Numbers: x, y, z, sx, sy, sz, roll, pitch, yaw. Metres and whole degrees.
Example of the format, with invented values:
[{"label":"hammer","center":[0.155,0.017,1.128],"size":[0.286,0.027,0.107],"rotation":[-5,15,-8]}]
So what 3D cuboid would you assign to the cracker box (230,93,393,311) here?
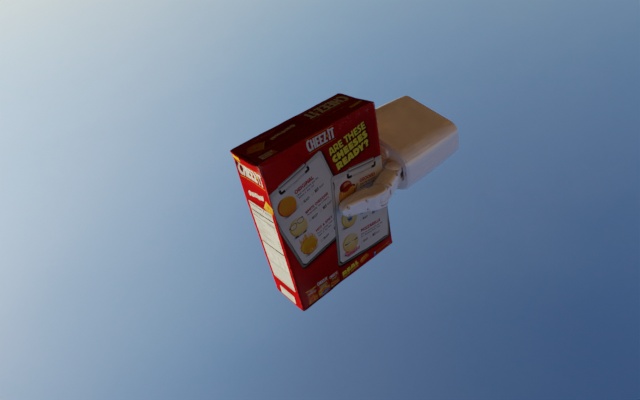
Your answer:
[{"label":"cracker box","center":[0.000,0.002,0.583],"size":[0.164,0.214,0.072],"rotation":[-33,38,-27]}]
